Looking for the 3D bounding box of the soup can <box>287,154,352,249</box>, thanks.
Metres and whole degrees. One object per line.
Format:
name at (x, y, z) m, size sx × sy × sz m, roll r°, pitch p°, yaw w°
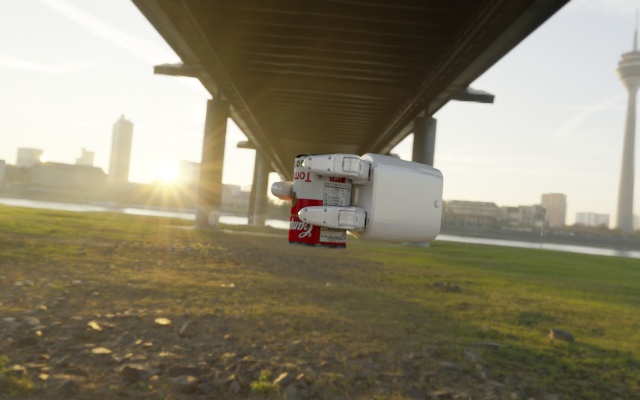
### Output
soup can at (0.000, 0.001, 0.549) m, size 0.068 × 0.102 × 0.068 m, roll 5°, pitch -2°, yaw 0°
